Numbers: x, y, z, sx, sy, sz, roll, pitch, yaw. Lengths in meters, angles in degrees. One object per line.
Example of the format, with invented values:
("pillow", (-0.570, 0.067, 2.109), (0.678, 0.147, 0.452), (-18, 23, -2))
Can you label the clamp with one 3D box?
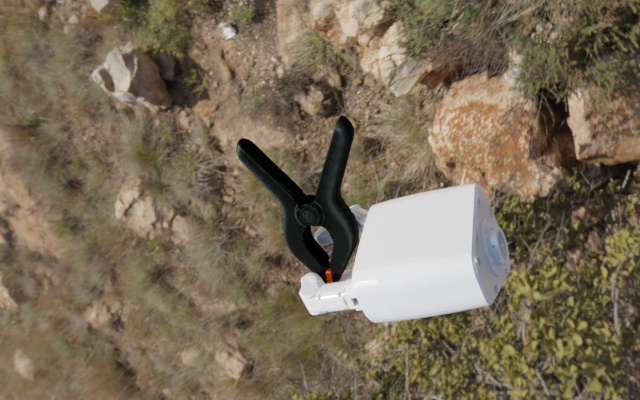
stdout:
("clamp", (0.000, 0.002, 0.463), (0.120, 0.171, 0.039), (-16, 19, 32))
